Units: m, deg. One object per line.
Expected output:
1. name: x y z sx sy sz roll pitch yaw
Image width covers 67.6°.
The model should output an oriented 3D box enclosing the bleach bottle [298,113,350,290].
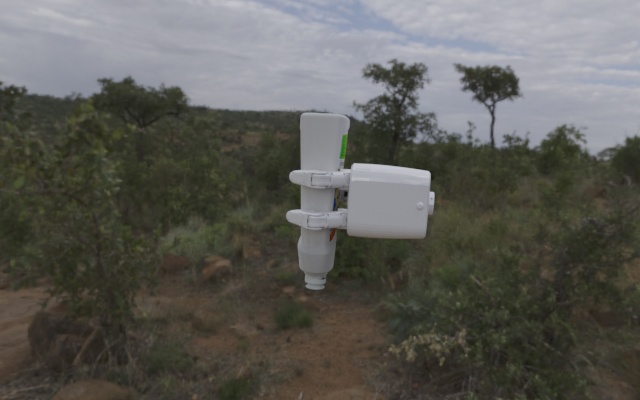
1. bleach bottle: 0.000 0.002 0.698 0.068 0.251 0.102 4 7 8
